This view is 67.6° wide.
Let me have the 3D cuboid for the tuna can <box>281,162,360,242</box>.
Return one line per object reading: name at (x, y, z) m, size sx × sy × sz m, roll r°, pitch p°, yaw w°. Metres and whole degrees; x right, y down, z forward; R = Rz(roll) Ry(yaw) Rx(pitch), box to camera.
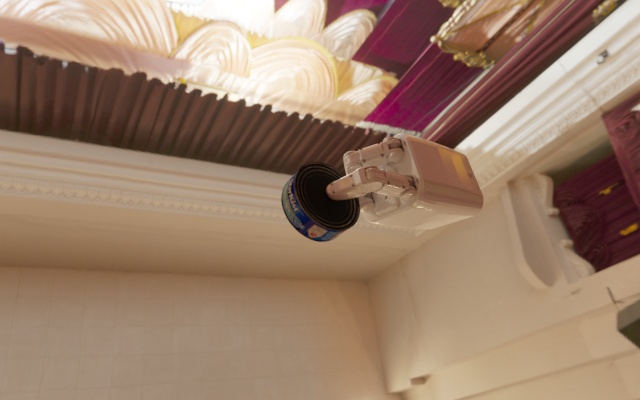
tuna can at (0.000, 0.002, 0.529) m, size 0.086 × 0.086 × 0.034 m, roll 0°, pitch -29°, yaw -39°
